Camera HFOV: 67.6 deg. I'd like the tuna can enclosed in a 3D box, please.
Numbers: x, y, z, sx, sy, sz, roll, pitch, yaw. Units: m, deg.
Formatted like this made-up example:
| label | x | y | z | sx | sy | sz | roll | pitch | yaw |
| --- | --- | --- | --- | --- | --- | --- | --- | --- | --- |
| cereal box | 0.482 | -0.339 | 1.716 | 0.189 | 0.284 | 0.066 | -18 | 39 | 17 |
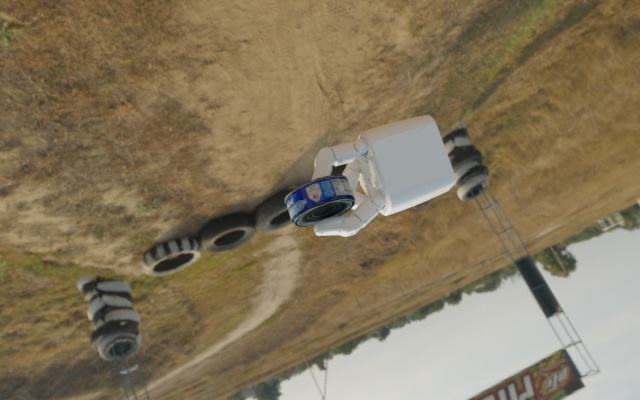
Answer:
| label | x | y | z | sx | sy | sz | roll | pitch | yaw |
| --- | --- | --- | --- | --- | --- | --- | --- | --- | --- |
| tuna can | 0.000 | 0.003 | 0.604 | 0.086 | 0.033 | 0.086 | -18 | -17 | -6 |
